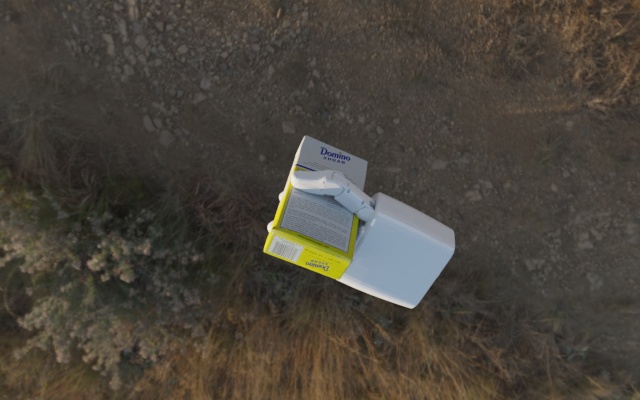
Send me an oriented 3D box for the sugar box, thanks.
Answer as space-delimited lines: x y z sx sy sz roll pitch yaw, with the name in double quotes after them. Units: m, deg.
0.000 0.002 0.573 0.093 0.048 0.176 23 40 -7 "sugar box"
